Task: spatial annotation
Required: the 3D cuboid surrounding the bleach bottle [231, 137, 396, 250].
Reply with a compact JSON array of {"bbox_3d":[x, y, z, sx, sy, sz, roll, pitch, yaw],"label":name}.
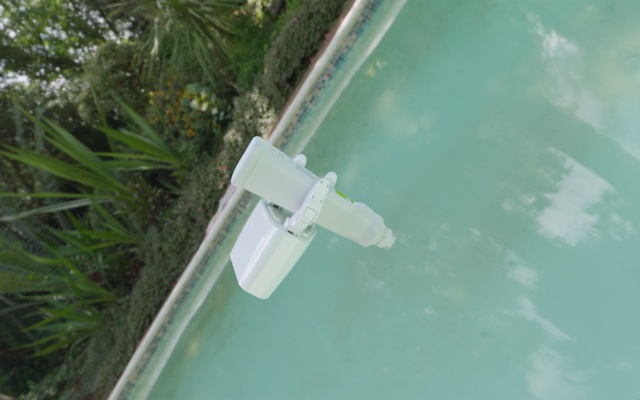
[{"bbox_3d":[0.000,0.002,0.680,0.251,0.068,0.102,30,12,-13],"label":"bleach bottle"}]
